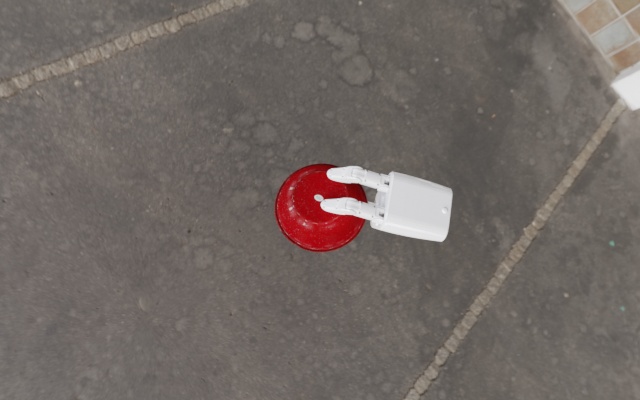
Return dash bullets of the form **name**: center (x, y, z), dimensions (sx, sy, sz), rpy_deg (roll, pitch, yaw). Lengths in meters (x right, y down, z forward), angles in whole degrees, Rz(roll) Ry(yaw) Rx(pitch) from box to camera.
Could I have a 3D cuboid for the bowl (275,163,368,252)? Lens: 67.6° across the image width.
- **bowl**: center (-0.001, 0.003, 0.802), dimensions (0.162, 0.162, 0.055), rpy_deg (0, -18, 2)
